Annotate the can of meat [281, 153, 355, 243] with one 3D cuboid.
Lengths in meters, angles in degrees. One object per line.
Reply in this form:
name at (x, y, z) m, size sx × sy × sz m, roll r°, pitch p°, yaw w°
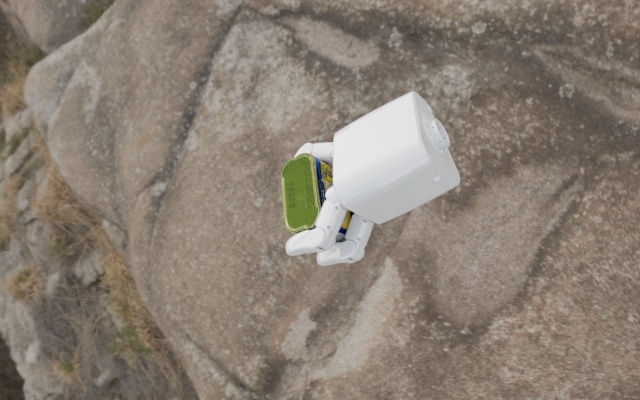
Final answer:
can of meat at (0.000, 0.002, 0.577) m, size 0.057 × 0.102 × 0.084 m, roll -24°, pitch -30°, yaw 30°
